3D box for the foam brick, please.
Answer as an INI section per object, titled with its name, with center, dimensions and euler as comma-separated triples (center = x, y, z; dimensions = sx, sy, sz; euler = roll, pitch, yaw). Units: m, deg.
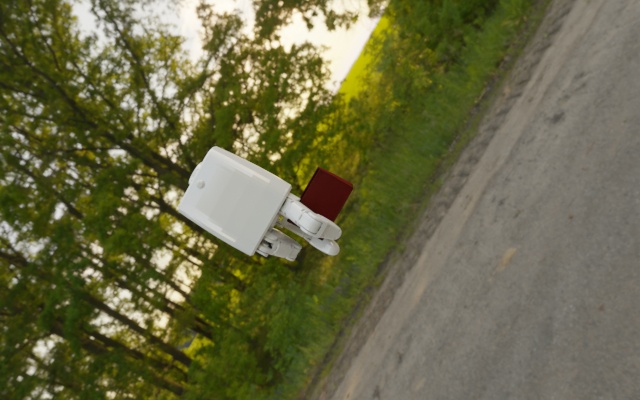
[foam brick]
center = 0.000, 0.002, 0.599
dimensions = 0.051, 0.078, 0.053
euler = 30, 6, -2
